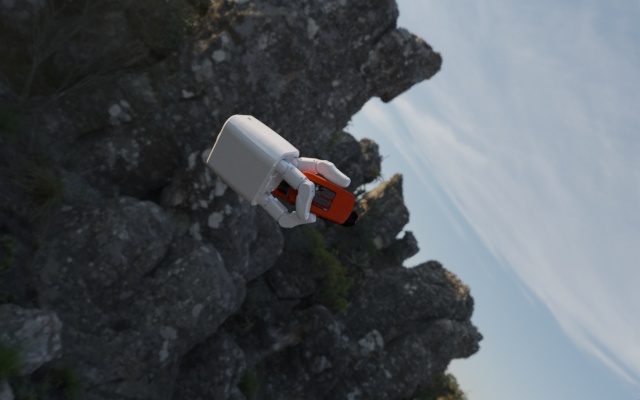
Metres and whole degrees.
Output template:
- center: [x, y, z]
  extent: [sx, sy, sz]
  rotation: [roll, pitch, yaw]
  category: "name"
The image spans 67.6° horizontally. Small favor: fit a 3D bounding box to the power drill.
- center: [0.000, 0.003, 0.845]
  extent: [0.184, 0.057, 0.187]
  rotation: [24, -5, -10]
  category: "power drill"
